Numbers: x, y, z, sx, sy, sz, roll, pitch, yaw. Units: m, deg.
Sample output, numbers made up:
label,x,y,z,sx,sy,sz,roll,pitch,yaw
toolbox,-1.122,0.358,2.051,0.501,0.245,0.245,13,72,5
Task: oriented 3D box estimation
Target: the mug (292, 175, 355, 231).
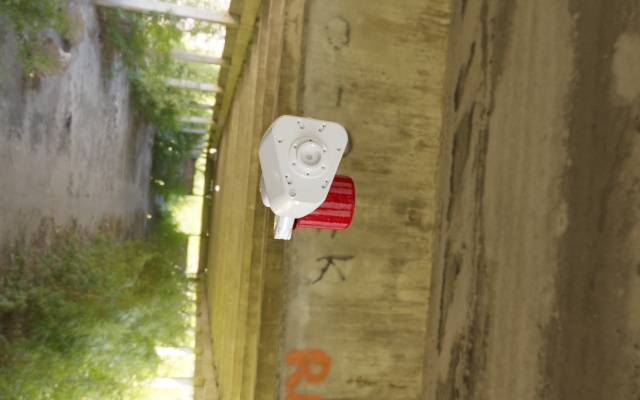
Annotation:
label,x,y,z,sx,sy,sz,roll,pitch,yaw
mug,0.000,0.003,0.721,0.081,0.093,0.117,5,-8,-12
